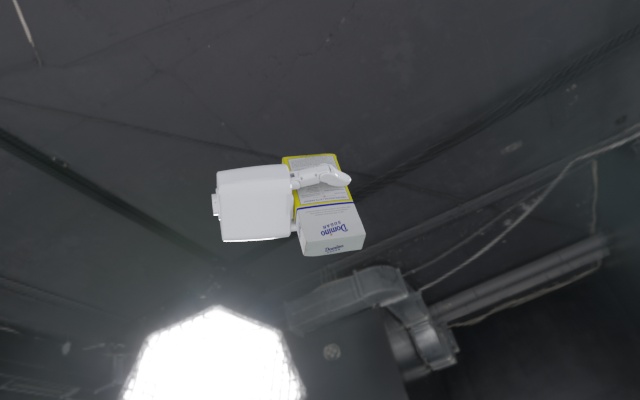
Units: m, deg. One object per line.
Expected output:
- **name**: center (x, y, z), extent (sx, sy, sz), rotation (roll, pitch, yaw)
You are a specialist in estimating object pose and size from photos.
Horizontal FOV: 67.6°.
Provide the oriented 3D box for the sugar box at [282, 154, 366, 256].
- **sugar box**: center (0.000, 0.003, 0.750), extent (0.093, 0.176, 0.048), rotation (-6, -38, -13)
